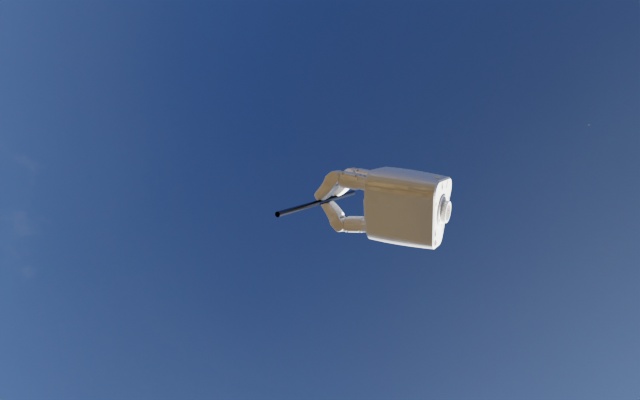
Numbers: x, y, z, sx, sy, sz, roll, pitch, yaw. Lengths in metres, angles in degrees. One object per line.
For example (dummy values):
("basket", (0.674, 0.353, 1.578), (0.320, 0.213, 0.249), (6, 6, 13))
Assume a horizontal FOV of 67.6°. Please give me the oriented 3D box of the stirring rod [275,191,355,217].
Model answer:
("stirring rod", (0.000, 0.003, 0.749), (0.011, 0.011, 0.239), (0, 8, 29))
